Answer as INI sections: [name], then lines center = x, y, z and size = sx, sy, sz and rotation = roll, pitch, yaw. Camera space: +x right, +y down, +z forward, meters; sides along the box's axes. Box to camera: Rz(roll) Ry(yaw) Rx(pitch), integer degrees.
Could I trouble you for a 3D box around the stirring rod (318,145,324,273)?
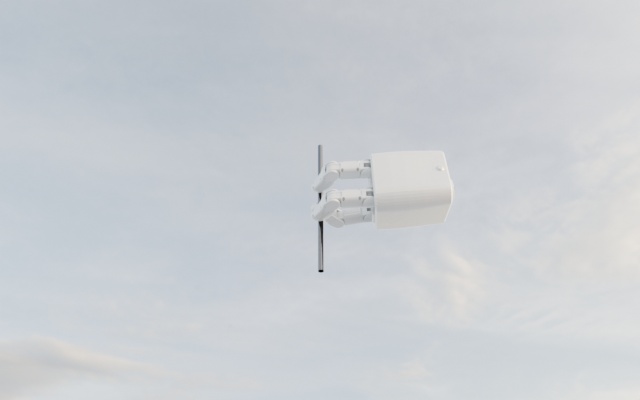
[stirring rod]
center = 0.000, 0.002, 0.715
size = 0.011, 0.239, 0.011
rotation = 0, -40, 0
